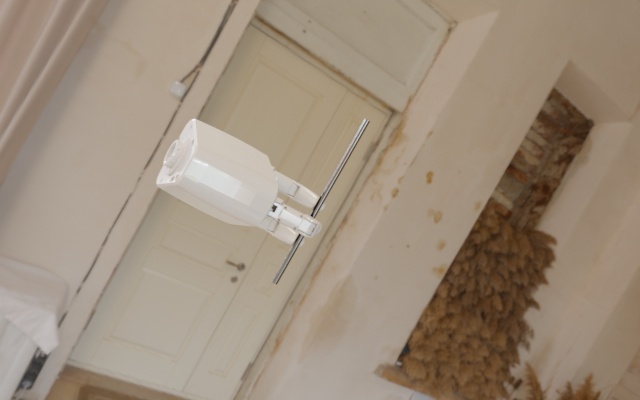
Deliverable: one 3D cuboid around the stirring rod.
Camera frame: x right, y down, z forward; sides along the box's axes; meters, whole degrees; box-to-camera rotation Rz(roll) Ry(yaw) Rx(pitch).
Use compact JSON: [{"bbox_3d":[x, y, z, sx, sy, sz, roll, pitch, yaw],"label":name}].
[{"bbox_3d":[0.000,0.002,0.612,0.011,0.239,0.011,30,2,-1],"label":"stirring rod"}]
